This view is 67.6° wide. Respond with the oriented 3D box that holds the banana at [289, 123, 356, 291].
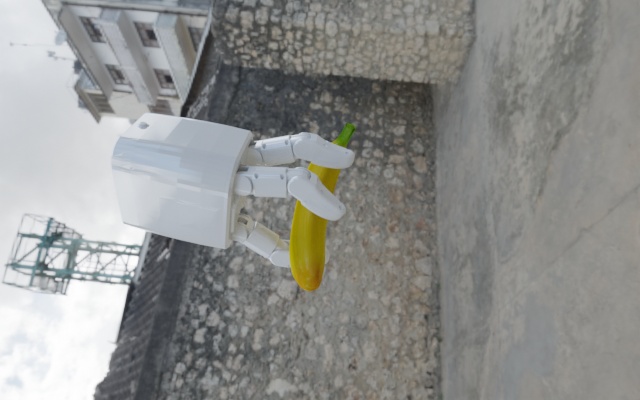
[{"bbox_3d":[-0.005,0.008,0.477,0.037,0.197,0.070,18,-35,-8],"label":"banana"}]
